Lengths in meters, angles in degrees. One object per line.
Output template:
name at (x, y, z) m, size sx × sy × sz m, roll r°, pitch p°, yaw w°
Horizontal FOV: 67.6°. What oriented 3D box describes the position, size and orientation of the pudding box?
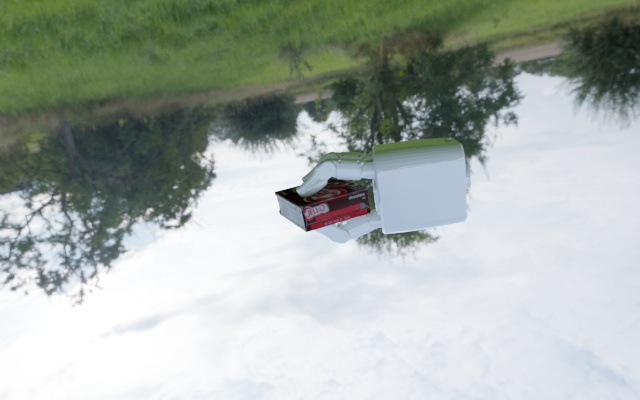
pudding box at (0.000, 0.002, 0.621) m, size 0.090 × 0.039 × 0.113 m, roll -15°, pitch 13°, yaw -20°
